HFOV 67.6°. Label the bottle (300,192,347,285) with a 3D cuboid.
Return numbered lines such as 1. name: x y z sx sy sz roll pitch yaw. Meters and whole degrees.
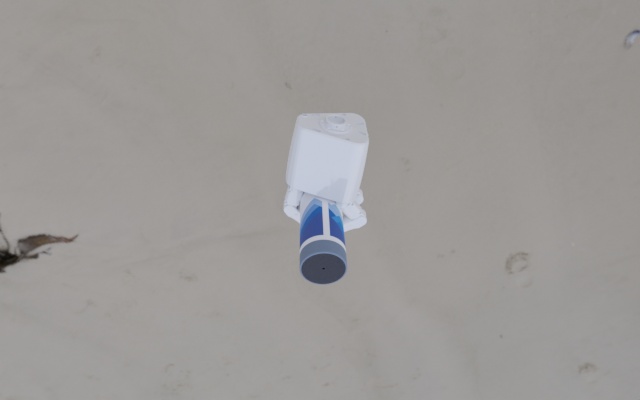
1. bottle: 0.000 0.003 0.774 0.069 0.069 0.295 0 39 -2
